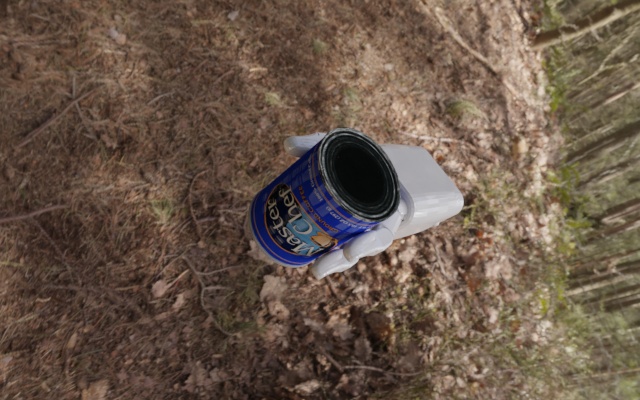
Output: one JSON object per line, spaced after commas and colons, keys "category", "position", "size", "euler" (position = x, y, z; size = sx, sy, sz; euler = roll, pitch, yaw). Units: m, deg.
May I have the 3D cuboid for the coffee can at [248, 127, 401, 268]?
{"category": "coffee can", "position": [0.000, 0.002, 0.510], "size": [0.103, 0.102, 0.140], "euler": [0, -24, -39]}
